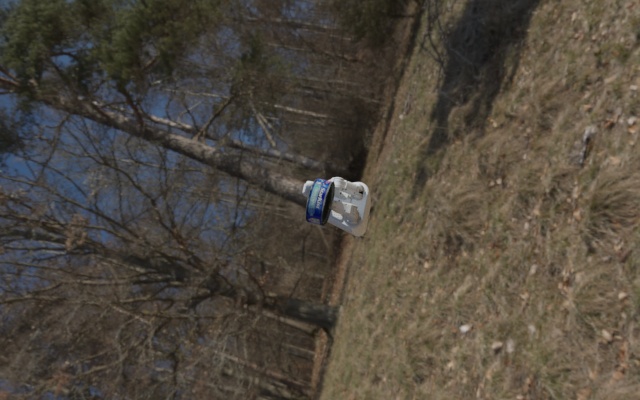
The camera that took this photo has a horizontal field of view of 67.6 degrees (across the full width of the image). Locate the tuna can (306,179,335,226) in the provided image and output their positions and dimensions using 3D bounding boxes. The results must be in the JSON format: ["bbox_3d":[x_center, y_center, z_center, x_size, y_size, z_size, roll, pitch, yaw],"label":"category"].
[{"bbox_3d":[0.000,0.003,0.896,0.034,0.086,0.086,13,2,11],"label":"tuna can"}]
